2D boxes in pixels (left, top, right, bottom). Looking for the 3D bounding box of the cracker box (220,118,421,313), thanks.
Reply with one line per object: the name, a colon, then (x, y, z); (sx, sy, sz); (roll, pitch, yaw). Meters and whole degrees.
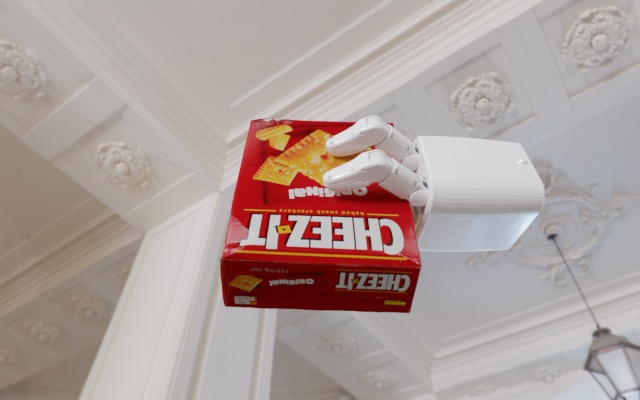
cracker box: (0.000, 0.002, 0.471); (0.164, 0.072, 0.213); (2, 41, -1)
